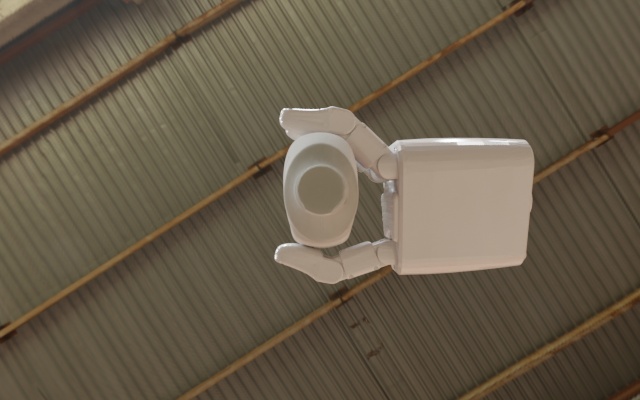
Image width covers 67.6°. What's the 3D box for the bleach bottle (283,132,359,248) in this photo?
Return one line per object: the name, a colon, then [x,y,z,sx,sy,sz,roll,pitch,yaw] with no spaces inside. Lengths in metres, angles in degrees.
bleach bottle: [0.000,0.001,0.407,0.068,0.102,0.251,-2,1,0]
